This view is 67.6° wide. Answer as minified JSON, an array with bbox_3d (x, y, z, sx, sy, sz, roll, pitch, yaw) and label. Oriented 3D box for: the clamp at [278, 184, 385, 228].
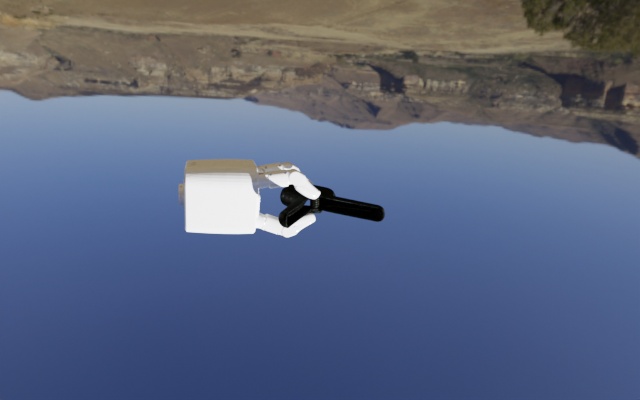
[{"bbox_3d":[0.000,0.003,0.780,0.164,0.036,0.210,0,14,-14],"label":"clamp"}]
